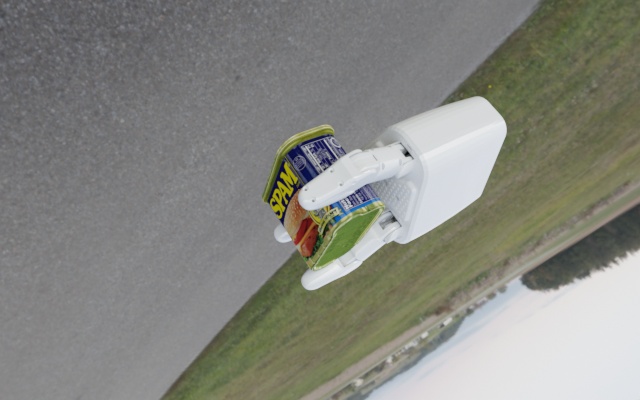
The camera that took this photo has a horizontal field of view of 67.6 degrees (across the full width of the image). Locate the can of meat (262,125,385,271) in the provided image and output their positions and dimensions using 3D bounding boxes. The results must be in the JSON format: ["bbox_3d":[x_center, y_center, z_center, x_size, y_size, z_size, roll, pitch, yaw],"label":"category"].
[{"bbox_3d":[0.000,0.002,0.411,0.057,0.084,0.102,-24,-21,-30],"label":"can of meat"}]
